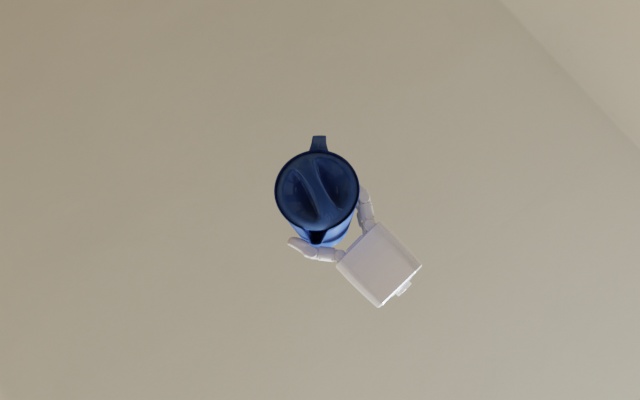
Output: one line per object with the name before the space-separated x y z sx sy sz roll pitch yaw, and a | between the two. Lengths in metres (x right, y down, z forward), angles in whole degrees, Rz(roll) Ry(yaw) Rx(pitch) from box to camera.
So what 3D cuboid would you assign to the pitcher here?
pitcher | 0.000 0.003 0.852 0.145 0.149 0.243 44 -9 12
